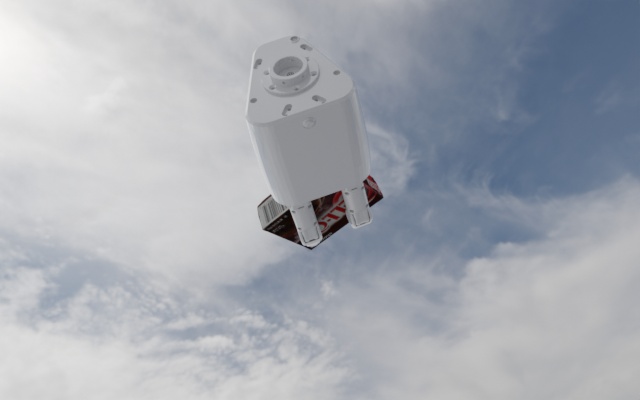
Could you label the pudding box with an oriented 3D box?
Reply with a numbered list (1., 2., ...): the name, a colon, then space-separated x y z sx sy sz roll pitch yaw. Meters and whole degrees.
1. pudding box: 0.000 0.002 0.528 0.113 0.039 0.090 -36 -37 20
